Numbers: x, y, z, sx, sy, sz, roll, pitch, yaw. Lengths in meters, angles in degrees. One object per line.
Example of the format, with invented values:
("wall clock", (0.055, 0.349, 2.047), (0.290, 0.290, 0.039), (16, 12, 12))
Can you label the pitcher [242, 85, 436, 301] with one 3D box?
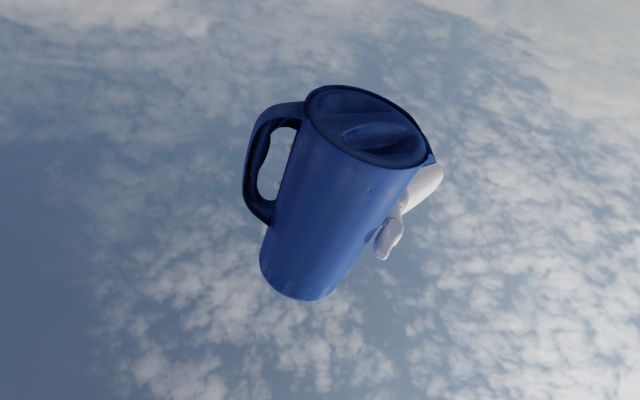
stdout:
("pitcher", (0.000, 0.002, 0.535), (0.149, 0.243, 0.145), (41, 42, 18))
